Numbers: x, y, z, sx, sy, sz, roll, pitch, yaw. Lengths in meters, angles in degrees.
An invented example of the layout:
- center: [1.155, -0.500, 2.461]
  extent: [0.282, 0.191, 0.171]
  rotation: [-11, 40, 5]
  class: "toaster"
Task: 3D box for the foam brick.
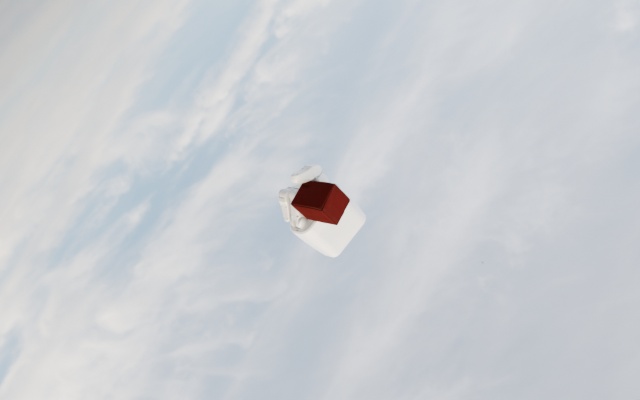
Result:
- center: [0.000, 0.003, 0.807]
  extent: [0.078, 0.053, 0.051]
  rotation: [10, -26, 46]
  class: "foam brick"
